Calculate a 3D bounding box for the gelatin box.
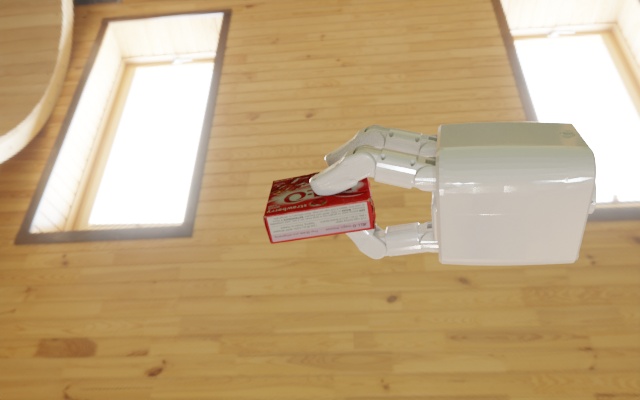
[{"bbox_3d":[0.000,0.002,0.410,0.089,0.030,0.073,-9,25,5],"label":"gelatin box"}]
